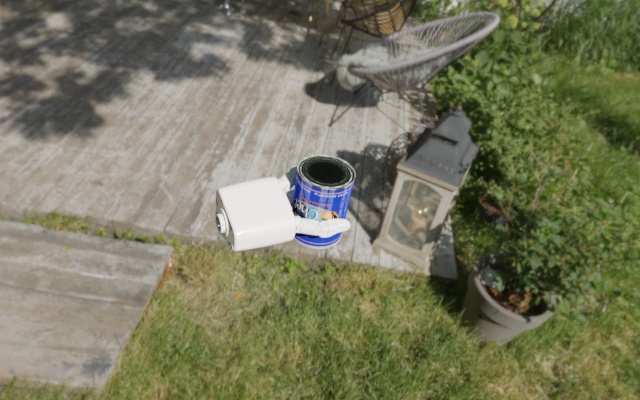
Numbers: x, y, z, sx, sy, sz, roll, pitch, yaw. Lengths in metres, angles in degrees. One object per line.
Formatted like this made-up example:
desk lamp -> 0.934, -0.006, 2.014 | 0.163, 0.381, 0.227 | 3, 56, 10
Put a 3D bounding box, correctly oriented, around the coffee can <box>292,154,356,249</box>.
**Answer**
coffee can -> 0.000, 0.003, 0.860 | 0.103, 0.140, 0.102 | 7, 38, -5
